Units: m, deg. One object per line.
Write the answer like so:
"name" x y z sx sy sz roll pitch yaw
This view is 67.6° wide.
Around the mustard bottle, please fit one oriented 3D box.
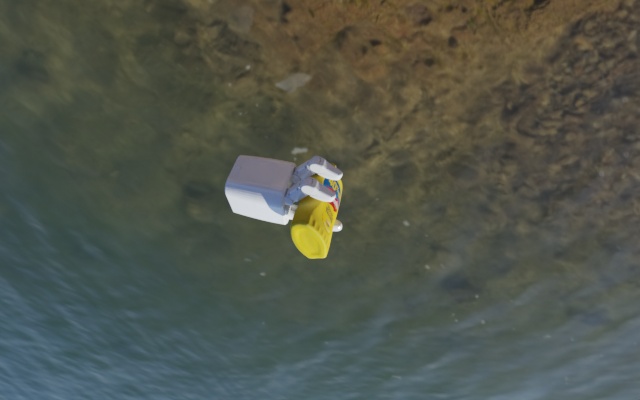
"mustard bottle" 0.000 0.003 0.855 0.058 0.191 0.096 -6 -46 24
